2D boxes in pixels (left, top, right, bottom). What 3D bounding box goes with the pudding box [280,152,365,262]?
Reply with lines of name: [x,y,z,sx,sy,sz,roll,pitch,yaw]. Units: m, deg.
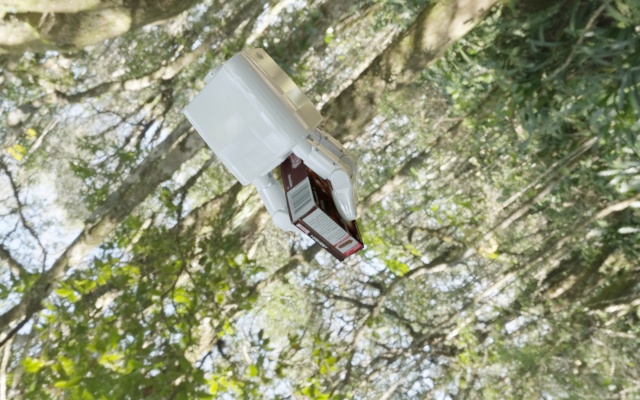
pudding box: [0.000,0.002,0.539,0.039,0.113,0.090,-35,-52,19]
